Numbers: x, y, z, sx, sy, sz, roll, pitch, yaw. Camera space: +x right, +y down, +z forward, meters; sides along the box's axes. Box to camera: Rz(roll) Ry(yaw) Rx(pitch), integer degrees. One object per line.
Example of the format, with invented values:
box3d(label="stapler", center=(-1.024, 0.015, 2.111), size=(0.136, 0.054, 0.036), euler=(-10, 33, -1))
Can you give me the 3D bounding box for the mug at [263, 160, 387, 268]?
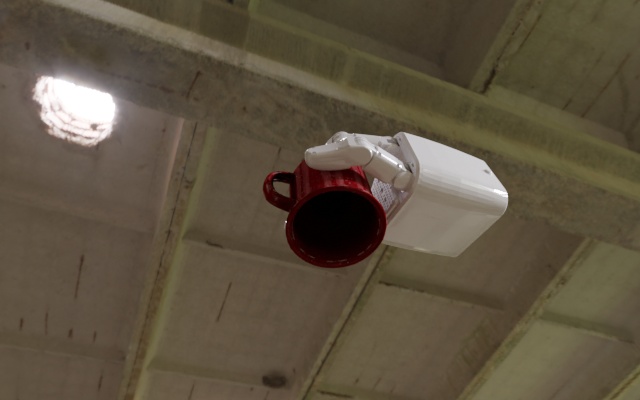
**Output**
box3d(label="mug", center=(-0.001, 0.001, 0.463), size=(0.117, 0.093, 0.081), euler=(16, 30, -16))
